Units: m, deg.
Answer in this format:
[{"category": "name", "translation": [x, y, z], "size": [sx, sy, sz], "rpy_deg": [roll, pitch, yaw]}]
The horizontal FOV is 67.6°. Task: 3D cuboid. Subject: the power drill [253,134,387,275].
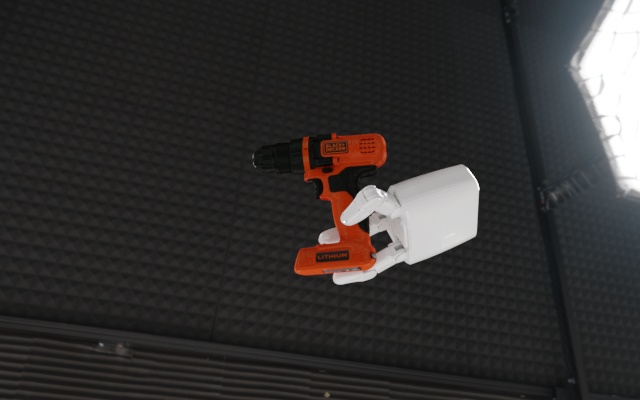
[{"category": "power drill", "translation": [0.000, 0.003, 0.637], "size": [0.184, 0.187, 0.057], "rpy_deg": [-5, -14, 9]}]
